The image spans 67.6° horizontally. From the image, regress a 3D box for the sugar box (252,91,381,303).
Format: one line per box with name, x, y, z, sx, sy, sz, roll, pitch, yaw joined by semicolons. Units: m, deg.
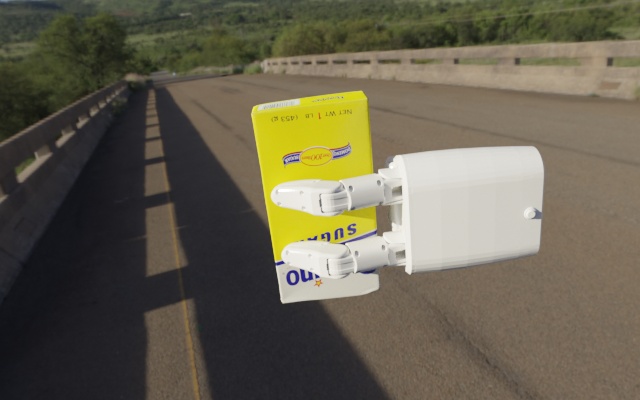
sugar box;0.000;0.001;0.411;0.093;0.176;0.048;-7;20;0
